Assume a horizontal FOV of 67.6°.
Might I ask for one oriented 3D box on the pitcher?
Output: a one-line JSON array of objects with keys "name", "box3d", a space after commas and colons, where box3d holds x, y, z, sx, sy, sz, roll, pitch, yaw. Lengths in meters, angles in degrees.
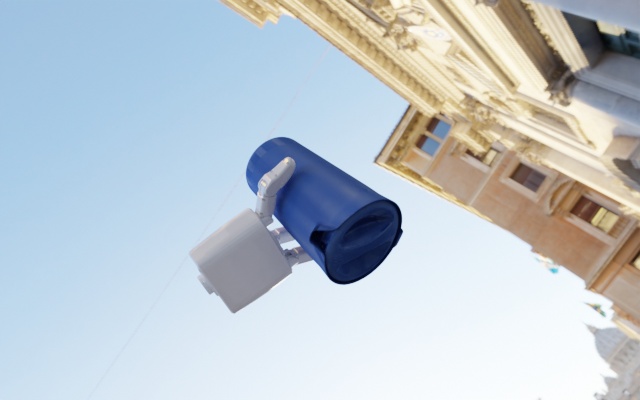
[{"name": "pitcher", "box3d": [0.000, 0.002, 0.706, 0.145, 0.149, 0.242, -37, 48, -14]}]
